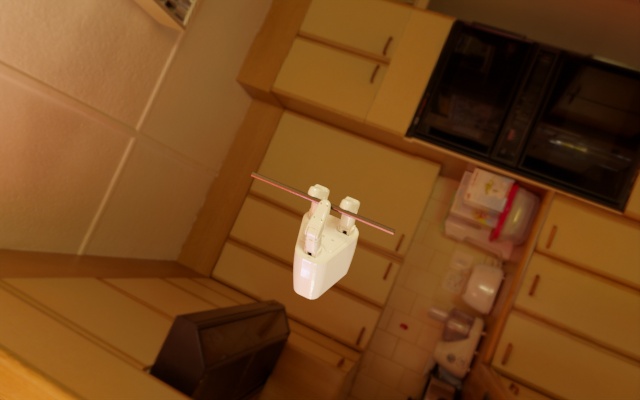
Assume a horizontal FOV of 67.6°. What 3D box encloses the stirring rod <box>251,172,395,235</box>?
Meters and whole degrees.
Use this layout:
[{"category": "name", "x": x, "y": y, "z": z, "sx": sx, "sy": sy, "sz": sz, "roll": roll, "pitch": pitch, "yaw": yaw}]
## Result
[{"category": "stirring rod", "x": 0.000, "y": 0.002, "z": 0.726, "sx": 0.239, "sy": 0.011, "sz": 0.011, "roll": 22, "pitch": 6, "yaw": 14}]
